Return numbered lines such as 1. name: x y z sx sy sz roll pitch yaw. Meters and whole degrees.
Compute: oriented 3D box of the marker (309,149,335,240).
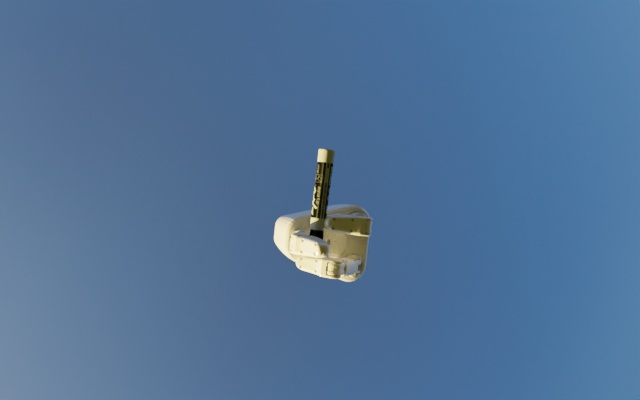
1. marker: 0.000 0.002 0.548 0.020 0.121 0.020 7 0 0
